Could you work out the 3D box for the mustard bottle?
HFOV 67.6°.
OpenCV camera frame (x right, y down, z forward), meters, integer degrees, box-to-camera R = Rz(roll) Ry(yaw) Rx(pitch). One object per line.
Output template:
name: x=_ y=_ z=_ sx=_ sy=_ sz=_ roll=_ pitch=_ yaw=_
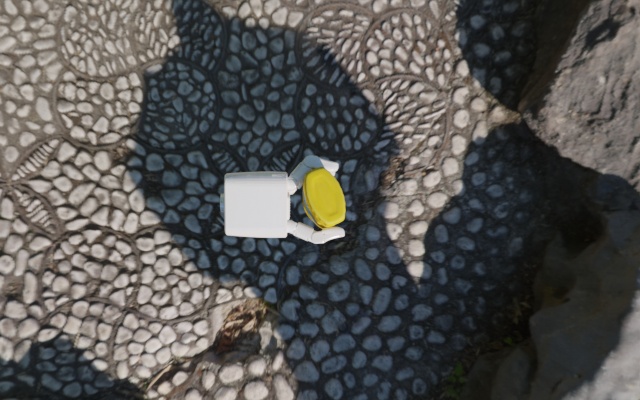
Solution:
mustard bottle: x=0.000 y=0.003 z=0.854 sx=0.058 sy=0.096 sz=0.191 roll=-24 pitch=-4 yaw=-7
